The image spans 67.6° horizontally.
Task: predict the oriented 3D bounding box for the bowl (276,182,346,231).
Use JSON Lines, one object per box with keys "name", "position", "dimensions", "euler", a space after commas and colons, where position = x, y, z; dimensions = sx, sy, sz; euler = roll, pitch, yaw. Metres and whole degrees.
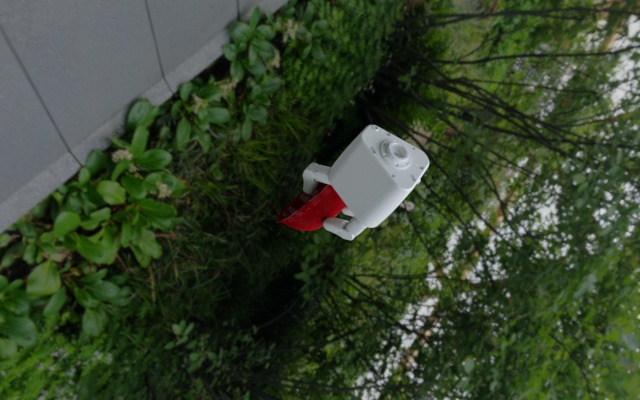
{"name": "bowl", "position": [0.000, 0.003, 0.835], "dimensions": [0.162, 0.055, 0.162], "euler": [-39, 9, 8]}
